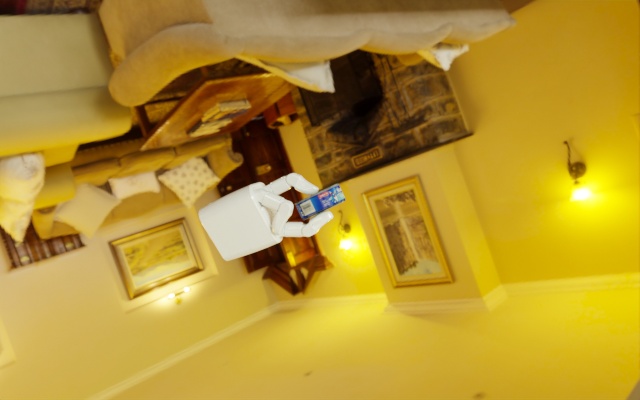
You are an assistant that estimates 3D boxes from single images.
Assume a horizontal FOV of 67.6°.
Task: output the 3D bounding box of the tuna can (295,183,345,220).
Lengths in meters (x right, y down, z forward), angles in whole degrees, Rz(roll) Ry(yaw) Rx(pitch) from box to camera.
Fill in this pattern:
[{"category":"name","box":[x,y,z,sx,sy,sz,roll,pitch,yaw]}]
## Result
[{"category":"tuna can","box":[0.000,0.003,0.840,0.086,0.034,0.086,-25,-1,0]}]
